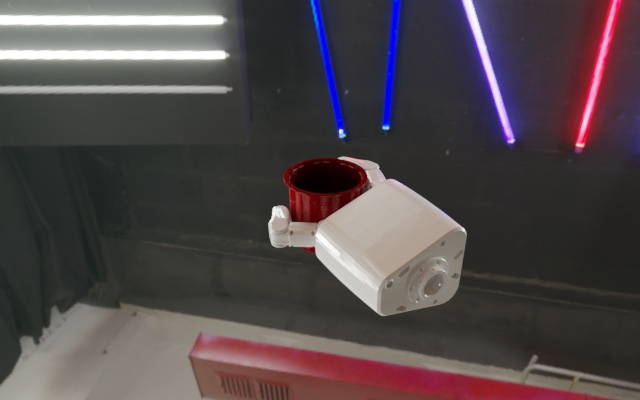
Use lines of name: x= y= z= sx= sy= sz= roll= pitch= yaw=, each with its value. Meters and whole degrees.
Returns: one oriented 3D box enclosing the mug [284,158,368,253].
mug: x=-0.001 y=0.001 z=0.557 sx=0.093 sy=0.081 sz=0.117 roll=-16 pitch=33 yaw=-25
